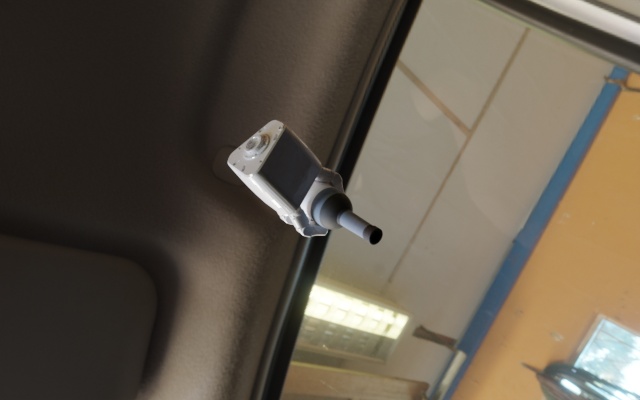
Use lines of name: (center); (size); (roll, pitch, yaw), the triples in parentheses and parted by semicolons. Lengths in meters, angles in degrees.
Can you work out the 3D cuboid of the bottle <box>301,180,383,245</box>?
bottle: (0.000, 0.003, 0.825); (0.069, 0.069, 0.295); (0, 21, -37)
